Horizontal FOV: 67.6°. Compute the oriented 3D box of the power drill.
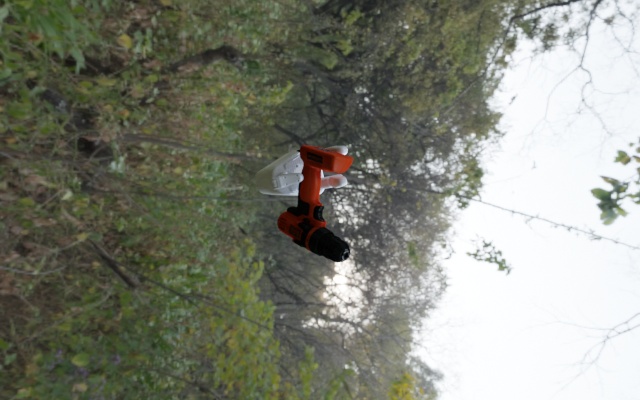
[{"bbox_3d":[0.000,0.002,0.870,0.057,0.188,0.184,2,16,-45],"label":"power drill"}]
